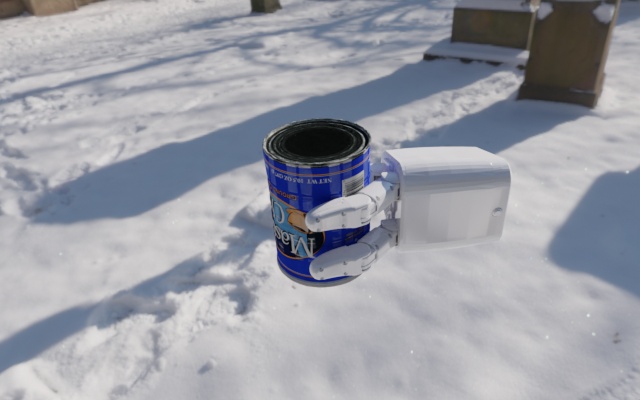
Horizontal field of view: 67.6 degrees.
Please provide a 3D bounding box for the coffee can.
[{"bbox_3d":[0.000,0.002,0.483,0.103,0.140,0.102,-3,32,2],"label":"coffee can"}]
